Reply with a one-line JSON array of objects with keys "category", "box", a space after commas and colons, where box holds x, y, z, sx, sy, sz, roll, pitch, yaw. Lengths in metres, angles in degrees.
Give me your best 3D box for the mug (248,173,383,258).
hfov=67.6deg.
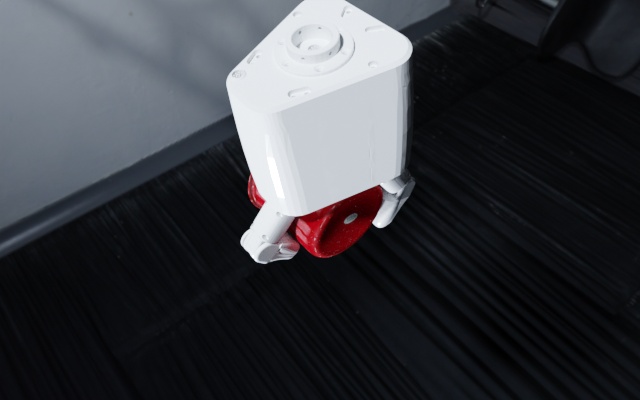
[{"category": "mug", "box": [0.000, 0.002, 0.423, 0.093, 0.081, 0.117, -37, -31, -17]}]
